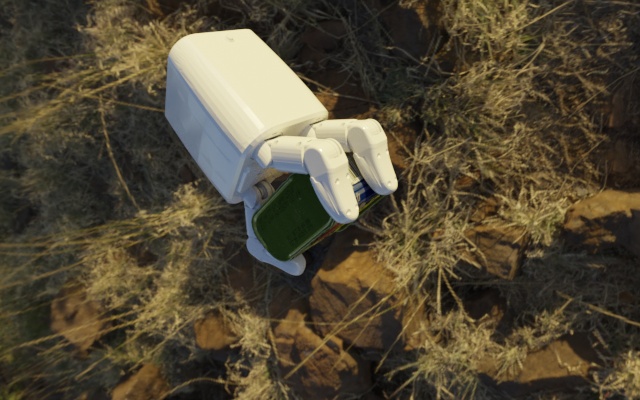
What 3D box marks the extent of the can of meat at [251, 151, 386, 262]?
[{"bbox_3d":[0.000,0.002,0.409,0.084,0.057,0.102,-29,-10,-47],"label":"can of meat"}]
